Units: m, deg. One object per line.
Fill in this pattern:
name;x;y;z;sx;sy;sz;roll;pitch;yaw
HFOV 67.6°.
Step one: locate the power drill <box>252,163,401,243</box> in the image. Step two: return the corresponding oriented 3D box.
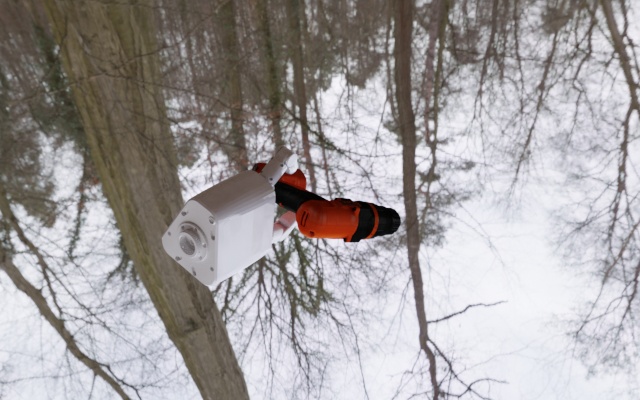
power drill;0.000;0.002;0.670;0.184;0.057;0.187;6;14;-47
